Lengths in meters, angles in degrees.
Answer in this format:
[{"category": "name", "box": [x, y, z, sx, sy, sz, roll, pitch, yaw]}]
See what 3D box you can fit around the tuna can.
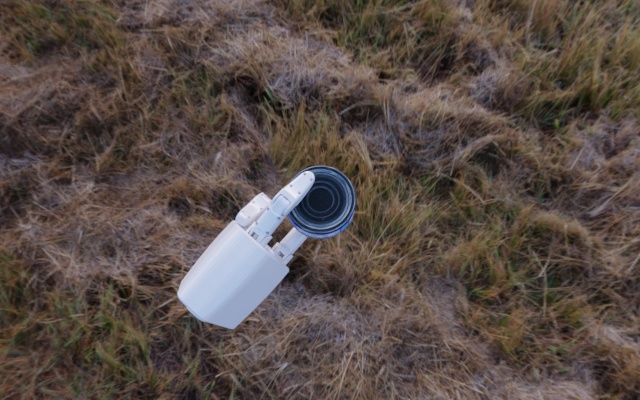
[{"category": "tuna can", "box": [0.000, 0.002, 0.577, 0.086, 0.086, 0.034, 0, -14, 0]}]
